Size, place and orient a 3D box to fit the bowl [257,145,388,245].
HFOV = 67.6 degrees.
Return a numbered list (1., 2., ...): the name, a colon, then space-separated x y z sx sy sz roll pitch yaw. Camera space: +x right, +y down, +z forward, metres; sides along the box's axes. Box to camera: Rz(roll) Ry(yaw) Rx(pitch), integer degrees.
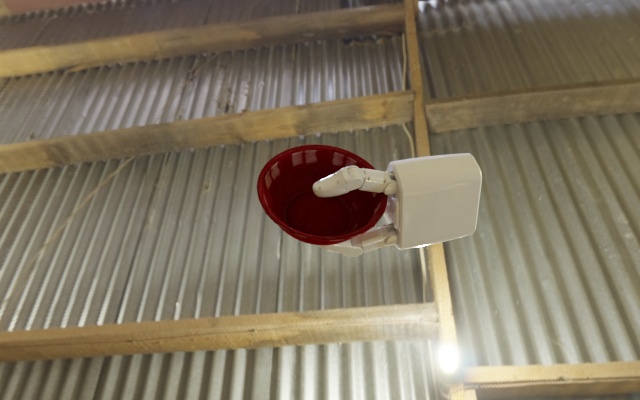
1. bowl: -0.001 0.002 0.605 0.162 0.162 0.055 0 -42 -9
